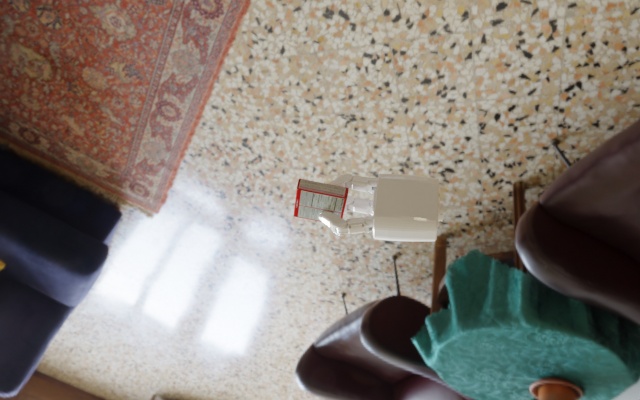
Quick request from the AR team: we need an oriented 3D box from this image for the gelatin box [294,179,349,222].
[{"bbox_3d":[0.000,0.003,0.844,0.089,0.030,0.073,10,-43,0],"label":"gelatin box"}]
